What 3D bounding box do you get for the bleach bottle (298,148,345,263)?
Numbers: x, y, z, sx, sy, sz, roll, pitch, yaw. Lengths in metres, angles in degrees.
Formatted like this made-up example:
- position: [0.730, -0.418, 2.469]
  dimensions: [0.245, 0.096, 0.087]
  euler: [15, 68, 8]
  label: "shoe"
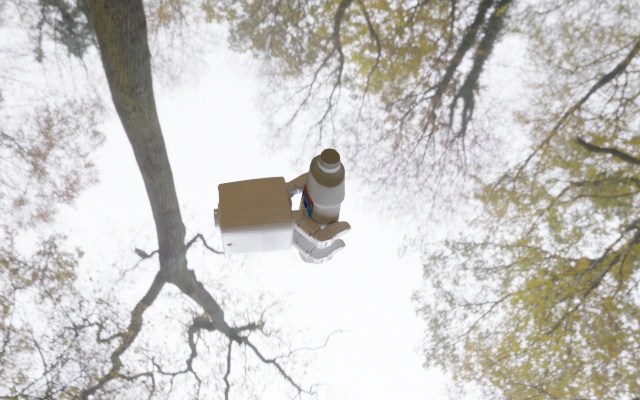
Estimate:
- position: [0.000, 0.003, 0.745]
  dimensions: [0.068, 0.102, 0.251]
  euler: [-5, -32, -10]
  label: "bleach bottle"
